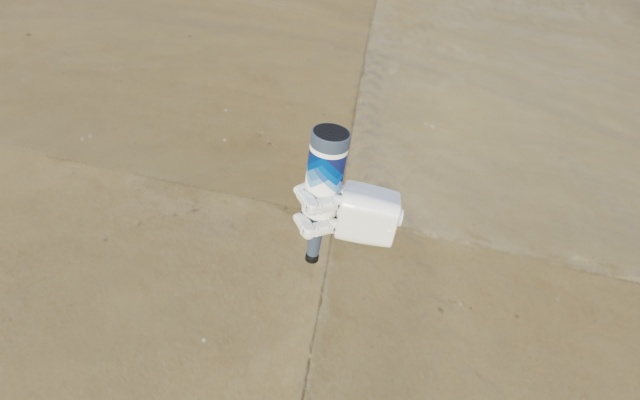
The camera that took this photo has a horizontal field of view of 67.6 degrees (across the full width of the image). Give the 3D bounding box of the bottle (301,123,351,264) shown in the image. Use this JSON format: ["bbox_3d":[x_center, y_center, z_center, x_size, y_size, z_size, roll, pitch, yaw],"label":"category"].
[{"bbox_3d":[0.000,0.003,0.882,0.069,0.296,0.069,6,37,-4],"label":"bottle"}]
